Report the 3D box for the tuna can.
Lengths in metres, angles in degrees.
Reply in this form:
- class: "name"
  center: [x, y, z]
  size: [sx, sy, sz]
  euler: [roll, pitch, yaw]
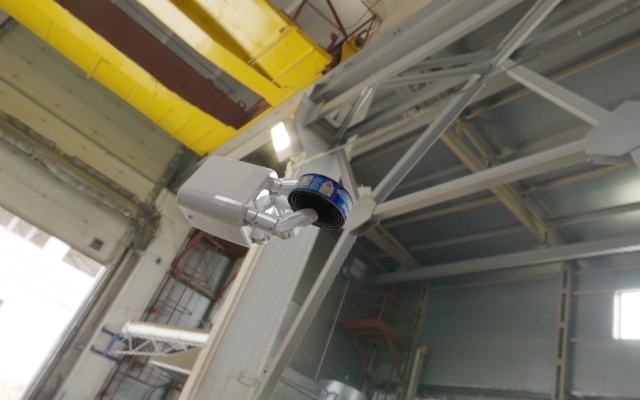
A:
- class: "tuna can"
  center: [0.000, 0.002, 0.654]
  size: [0.086, 0.033, 0.086]
  euler: [21, -30, 13]
